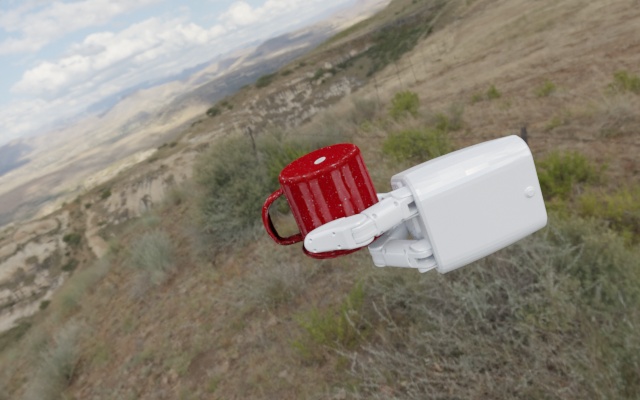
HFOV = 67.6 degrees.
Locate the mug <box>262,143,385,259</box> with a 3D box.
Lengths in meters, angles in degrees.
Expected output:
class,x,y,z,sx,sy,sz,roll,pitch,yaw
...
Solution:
class,x,y,z,sx,sy,sz,roll,pitch,yaw
mug,-0.001,0.002,0.457,0.117,0.081,0.093,-22,19,1
